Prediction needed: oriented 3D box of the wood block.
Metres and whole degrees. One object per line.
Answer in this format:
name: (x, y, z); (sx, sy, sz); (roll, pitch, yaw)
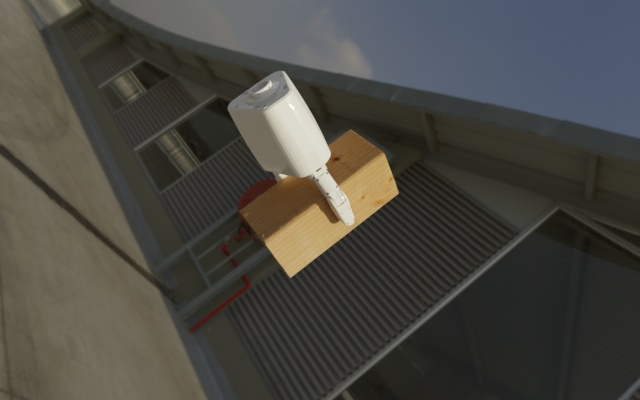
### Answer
wood block: (0.000, 0.002, 0.701); (0.206, 0.090, 0.090); (-37, 45, -9)
